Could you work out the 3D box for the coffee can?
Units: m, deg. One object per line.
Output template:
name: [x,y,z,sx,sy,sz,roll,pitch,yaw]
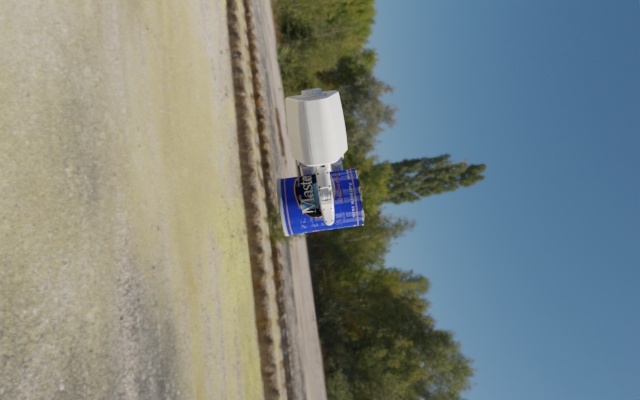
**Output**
coffee can: [0.000,0.003,0.841,0.140,0.103,0.103,-8,0,0]
